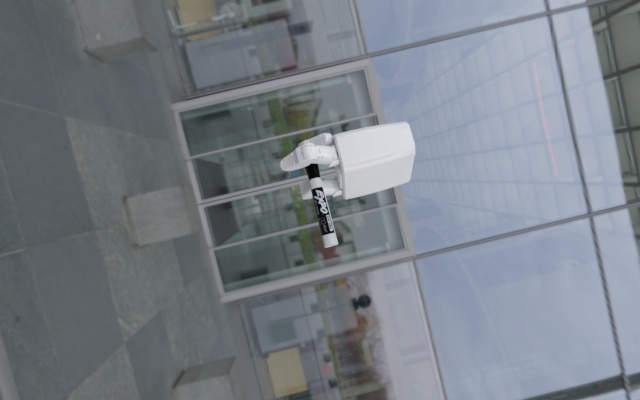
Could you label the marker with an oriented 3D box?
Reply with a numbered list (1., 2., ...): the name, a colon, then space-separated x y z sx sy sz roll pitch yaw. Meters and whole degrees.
1. marker: 0.000 0.002 0.639 0.020 0.121 0.020 -13 -11 -3
